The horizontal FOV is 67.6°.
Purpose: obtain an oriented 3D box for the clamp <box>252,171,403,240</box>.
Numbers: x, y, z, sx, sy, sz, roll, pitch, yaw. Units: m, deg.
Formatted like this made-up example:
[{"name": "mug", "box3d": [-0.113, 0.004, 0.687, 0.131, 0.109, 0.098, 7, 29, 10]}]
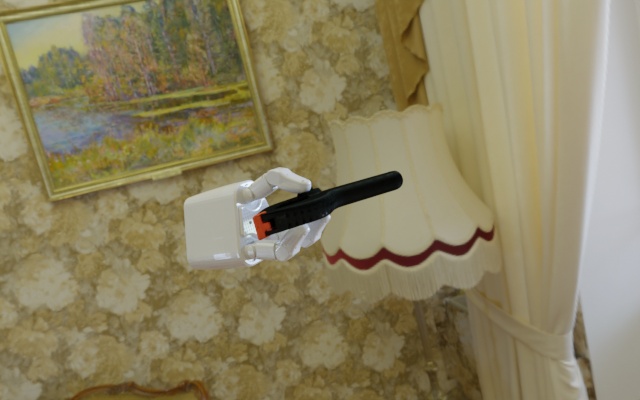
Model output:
[{"name": "clamp", "box3d": [-0.001, 0.001, 0.598, 0.164, 0.036, 0.210, -12, 8, 32]}]
